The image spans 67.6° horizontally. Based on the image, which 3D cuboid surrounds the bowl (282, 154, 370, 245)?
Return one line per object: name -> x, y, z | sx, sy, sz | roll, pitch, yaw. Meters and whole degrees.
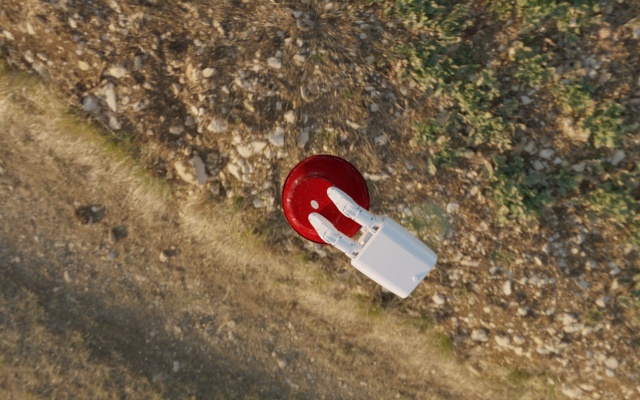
bowl -> -0.001, 0.002, 0.815 | 0.162, 0.162, 0.055 | 0, 8, 17
